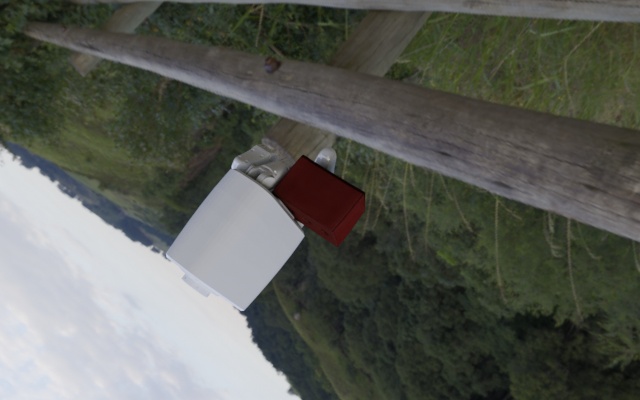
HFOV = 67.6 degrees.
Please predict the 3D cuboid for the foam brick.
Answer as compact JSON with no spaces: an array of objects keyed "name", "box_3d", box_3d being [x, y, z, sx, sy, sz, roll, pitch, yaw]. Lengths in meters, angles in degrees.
[{"name":"foam brick","box_3d":[0.000,0.002,0.486,0.078,0.051,0.053,32,-16,19]}]
